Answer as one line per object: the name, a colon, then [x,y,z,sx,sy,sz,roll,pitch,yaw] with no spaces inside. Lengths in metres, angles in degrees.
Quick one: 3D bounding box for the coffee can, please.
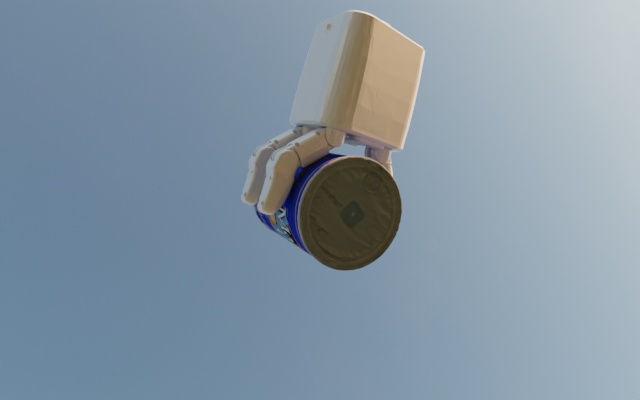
coffee can: [0.000,0.002,0.481,0.103,0.103,0.140,0,9,-25]
